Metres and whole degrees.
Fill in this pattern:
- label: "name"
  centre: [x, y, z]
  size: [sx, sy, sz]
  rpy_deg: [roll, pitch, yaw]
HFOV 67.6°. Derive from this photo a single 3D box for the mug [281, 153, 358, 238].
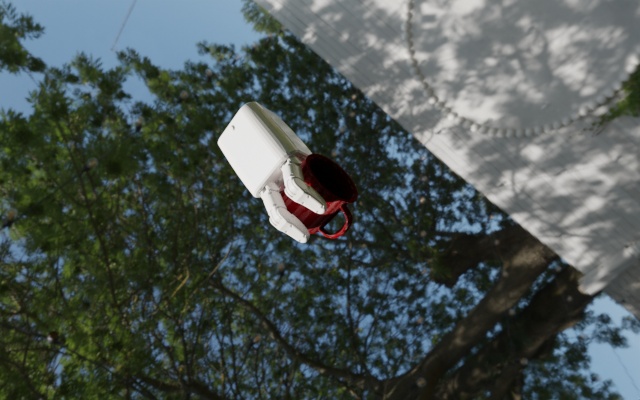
- label: "mug"
  centre: [0.001, 0.003, 0.686]
  size: [0.081, 0.117, 0.093]
  rpy_deg: [-47, -19, 28]
